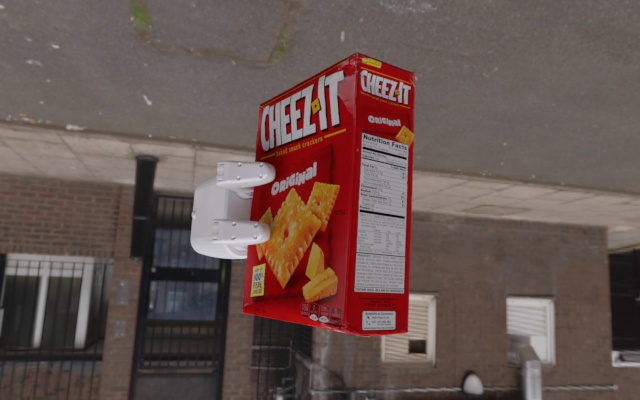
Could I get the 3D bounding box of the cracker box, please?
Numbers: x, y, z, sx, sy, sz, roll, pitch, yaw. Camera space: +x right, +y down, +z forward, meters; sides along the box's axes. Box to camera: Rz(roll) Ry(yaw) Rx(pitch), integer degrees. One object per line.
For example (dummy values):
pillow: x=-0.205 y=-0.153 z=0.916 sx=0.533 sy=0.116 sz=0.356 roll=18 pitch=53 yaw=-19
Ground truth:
cracker box: x=0.000 y=0.002 z=0.426 sx=0.072 sy=0.213 sz=0.164 roll=9 pitch=-10 yaw=-35
